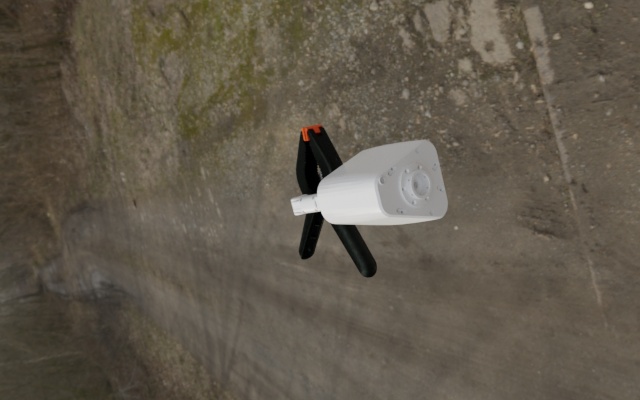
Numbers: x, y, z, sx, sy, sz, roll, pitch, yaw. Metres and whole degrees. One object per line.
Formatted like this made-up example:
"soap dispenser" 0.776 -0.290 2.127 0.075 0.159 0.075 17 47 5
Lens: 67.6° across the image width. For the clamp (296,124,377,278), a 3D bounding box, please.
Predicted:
"clamp" -0.001 0.002 0.670 0.036 0.210 0.164 -17 6 -34
